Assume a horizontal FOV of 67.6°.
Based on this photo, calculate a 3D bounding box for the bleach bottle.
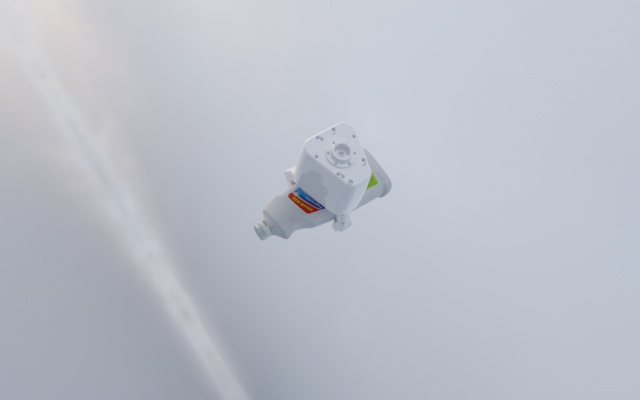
[{"bbox_3d":[0.000,0.003,0.851,0.251,0.102,0.068,-31,-14,-20],"label":"bleach bottle"}]
